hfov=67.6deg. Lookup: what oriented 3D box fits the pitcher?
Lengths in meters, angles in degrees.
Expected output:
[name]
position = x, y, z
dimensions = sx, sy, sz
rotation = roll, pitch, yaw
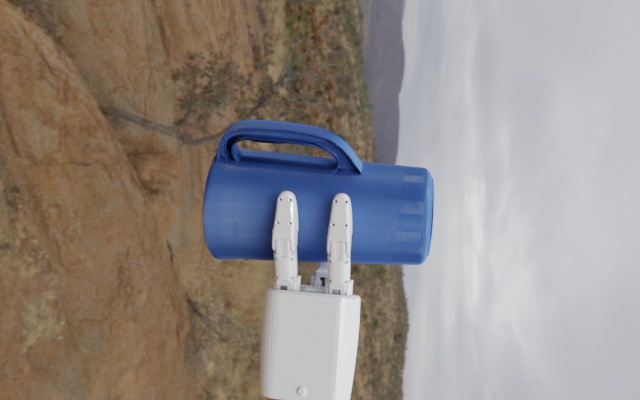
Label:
[pitcher]
position = 0.000, 0.002, 0.536
dimensions = 0.243, 0.145, 0.149
rotation = 3, -10, 8
